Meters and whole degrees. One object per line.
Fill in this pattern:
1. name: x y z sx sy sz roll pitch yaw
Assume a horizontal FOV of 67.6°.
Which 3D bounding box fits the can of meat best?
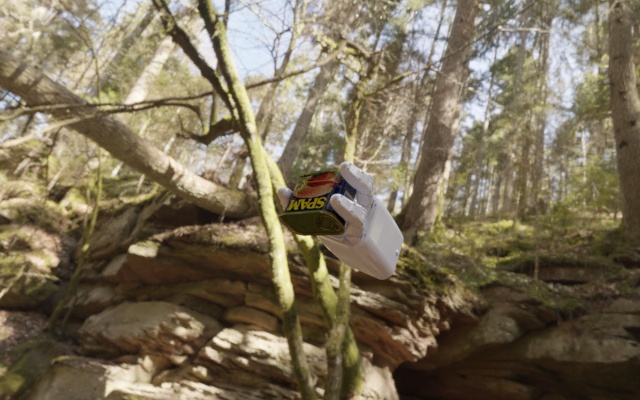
1. can of meat: 0.000 0.002 0.710 0.102 0.084 0.057 -5 -40 39
